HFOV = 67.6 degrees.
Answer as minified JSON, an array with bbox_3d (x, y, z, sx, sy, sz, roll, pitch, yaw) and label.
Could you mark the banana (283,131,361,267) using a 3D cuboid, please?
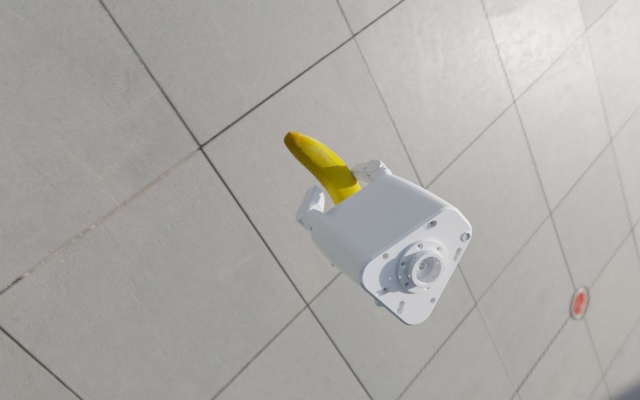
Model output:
[{"bbox_3d":[0.019,-0.002,0.584,0.069,0.198,0.037,-20,26,0],"label":"banana"}]
